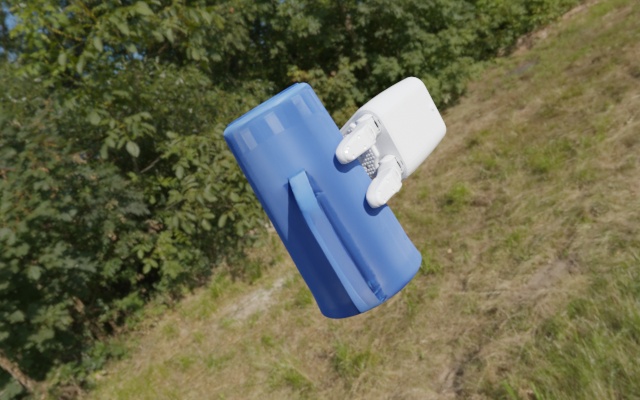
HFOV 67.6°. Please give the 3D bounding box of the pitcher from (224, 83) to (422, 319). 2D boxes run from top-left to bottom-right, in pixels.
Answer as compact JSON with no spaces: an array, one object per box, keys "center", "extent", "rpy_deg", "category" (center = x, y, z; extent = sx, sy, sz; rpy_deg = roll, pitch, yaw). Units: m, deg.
[{"center":[0.000,0.002,0.522],"extent":[0.145,0.243,0.149],"rpy_deg":[-40,15,-35],"category":"pitcher"}]
